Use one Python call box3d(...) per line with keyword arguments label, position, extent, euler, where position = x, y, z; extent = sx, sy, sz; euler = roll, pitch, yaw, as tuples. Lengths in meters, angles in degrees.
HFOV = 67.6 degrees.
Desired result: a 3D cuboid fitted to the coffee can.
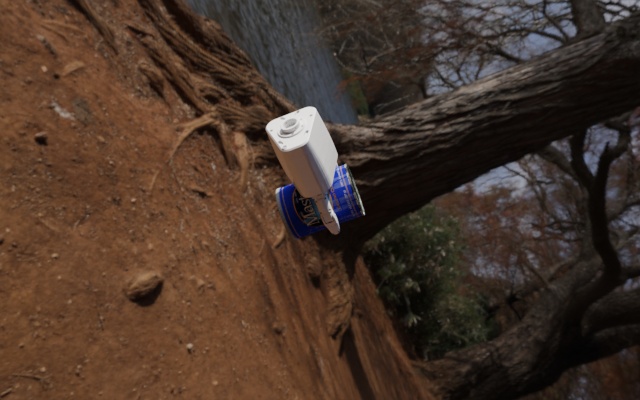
box3d(label="coffee can", position=(0.000, 0.003, 0.893), extent=(0.140, 0.103, 0.103), euler=(-20, -3, 8))
